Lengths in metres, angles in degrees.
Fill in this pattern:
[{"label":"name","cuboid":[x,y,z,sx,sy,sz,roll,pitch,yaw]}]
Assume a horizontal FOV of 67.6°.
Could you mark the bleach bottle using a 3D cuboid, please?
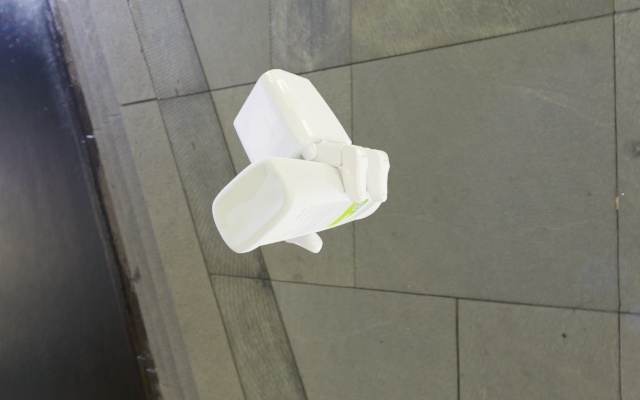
[{"label":"bleach bottle","cuboid":[0.000,0.002,0.556,0.102,0.068,0.251,-39,-19,27]}]
